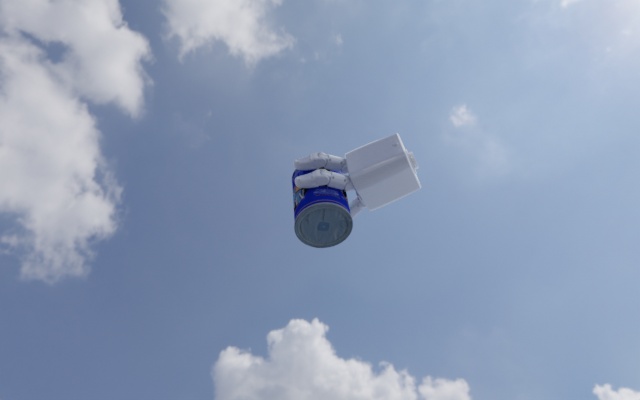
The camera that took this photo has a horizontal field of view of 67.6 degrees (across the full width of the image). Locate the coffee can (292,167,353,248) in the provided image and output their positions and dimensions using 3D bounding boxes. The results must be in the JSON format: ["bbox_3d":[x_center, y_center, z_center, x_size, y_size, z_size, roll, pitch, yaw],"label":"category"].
[{"bbox_3d":[0.000,0.003,0.880,0.103,0.103,0.140,0,39,-6],"label":"coffee can"}]
